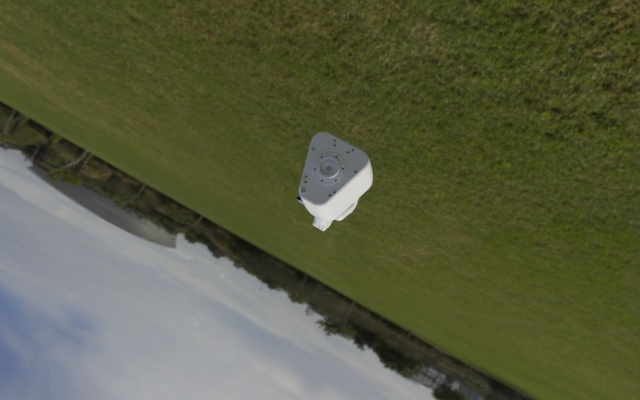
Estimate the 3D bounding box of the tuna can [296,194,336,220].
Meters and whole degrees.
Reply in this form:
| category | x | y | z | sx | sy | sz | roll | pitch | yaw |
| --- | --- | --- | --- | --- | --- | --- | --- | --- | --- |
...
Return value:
| category | x | y | z | sx | sy | sz | roll | pitch | yaw |
| --- | --- | --- | --- | --- | --- | --- | --- | --- | --- |
| tuna can | 0.000 | 0.003 | 0.863 | 0.086 | 0.034 | 0.086 | 27 | -5 | 3 |
